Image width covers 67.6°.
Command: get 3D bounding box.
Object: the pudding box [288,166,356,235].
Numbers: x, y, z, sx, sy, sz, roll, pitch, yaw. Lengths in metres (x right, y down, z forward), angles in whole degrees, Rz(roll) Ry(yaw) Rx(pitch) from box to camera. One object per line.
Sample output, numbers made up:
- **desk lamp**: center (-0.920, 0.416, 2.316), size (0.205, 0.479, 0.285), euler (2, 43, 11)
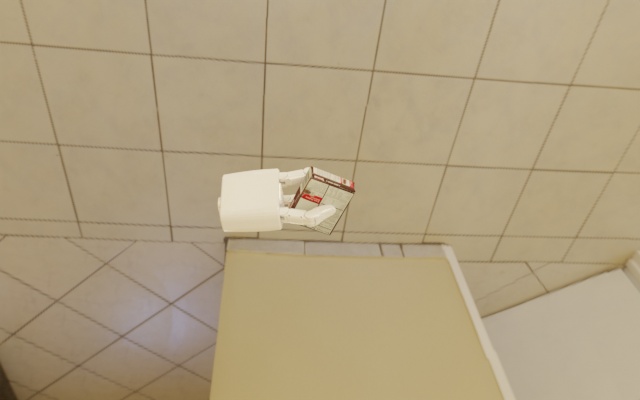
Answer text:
- **pudding box**: center (0.000, 0.003, 0.875), size (0.090, 0.113, 0.039), euler (19, 35, -16)
